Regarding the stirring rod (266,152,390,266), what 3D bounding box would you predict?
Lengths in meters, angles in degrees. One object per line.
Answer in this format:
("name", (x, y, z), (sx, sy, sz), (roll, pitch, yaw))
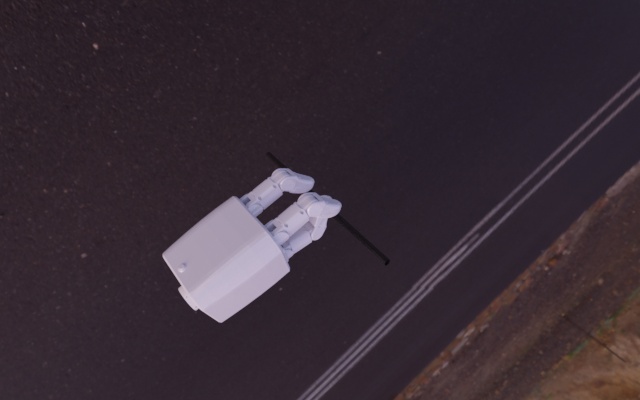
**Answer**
("stirring rod", (0.000, 0.002, 0.585), (0.011, 0.011, 0.239), (0, 33, -46))
